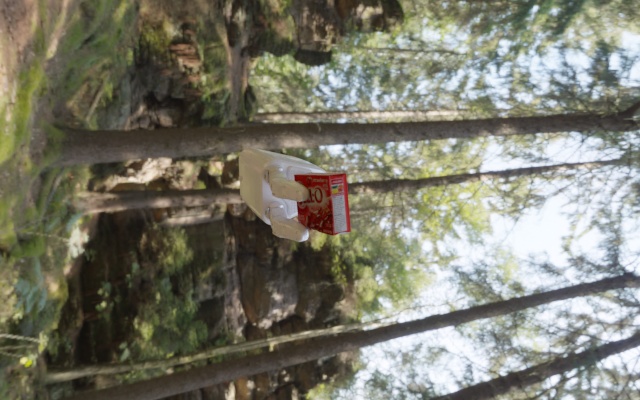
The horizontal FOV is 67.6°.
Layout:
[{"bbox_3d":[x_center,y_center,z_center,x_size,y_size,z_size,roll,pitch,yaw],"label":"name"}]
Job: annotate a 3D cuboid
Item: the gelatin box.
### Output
[{"bbox_3d":[0.001,0.002,0.605,0.030,0.073,0.089,-9,9,-31],"label":"gelatin box"}]
